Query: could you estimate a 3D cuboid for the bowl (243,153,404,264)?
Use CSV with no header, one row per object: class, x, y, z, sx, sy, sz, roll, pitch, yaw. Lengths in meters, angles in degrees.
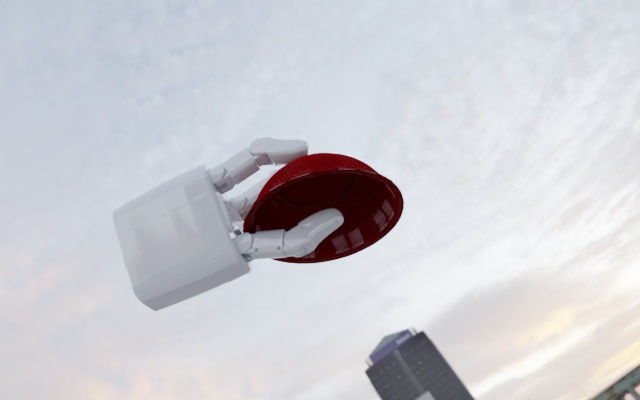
bowl,0.001,0.001,0.488,0.162,0.055,0.162,-8,-36,-6
